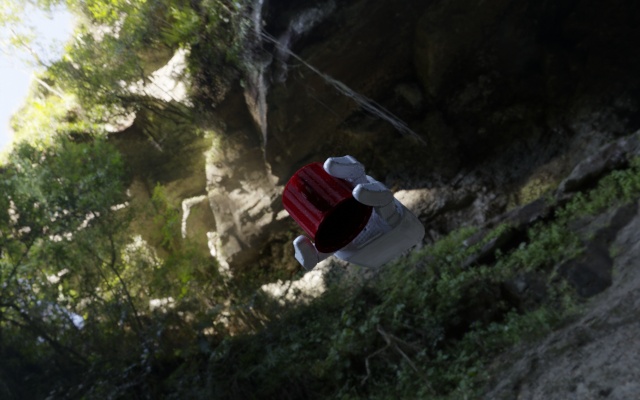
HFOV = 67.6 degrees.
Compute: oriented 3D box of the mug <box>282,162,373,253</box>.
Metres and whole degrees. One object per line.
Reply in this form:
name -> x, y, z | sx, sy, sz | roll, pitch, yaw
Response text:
mug -> -0.001, 0.001, 0.591 | 0.081, 0.093, 0.117 | 44, 6, 33
